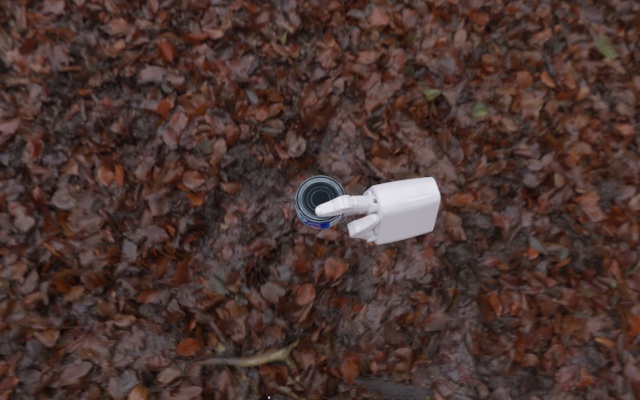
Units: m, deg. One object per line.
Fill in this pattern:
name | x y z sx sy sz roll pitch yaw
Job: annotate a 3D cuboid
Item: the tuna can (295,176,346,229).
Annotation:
tuna can | 0.000 0.002 0.794 0.086 0.086 0.034 0 -21 0
